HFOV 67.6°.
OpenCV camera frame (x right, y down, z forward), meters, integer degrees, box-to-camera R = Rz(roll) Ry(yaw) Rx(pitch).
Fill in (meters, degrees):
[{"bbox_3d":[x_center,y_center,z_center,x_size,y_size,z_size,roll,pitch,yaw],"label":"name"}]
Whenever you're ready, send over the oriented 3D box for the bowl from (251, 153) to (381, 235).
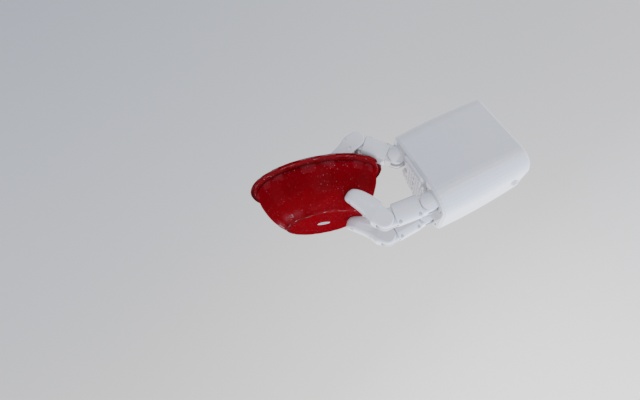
[{"bbox_3d":[-0.001,0.003,0.573,0.162,0.055,0.162,-11,-17,-3],"label":"bowl"}]
